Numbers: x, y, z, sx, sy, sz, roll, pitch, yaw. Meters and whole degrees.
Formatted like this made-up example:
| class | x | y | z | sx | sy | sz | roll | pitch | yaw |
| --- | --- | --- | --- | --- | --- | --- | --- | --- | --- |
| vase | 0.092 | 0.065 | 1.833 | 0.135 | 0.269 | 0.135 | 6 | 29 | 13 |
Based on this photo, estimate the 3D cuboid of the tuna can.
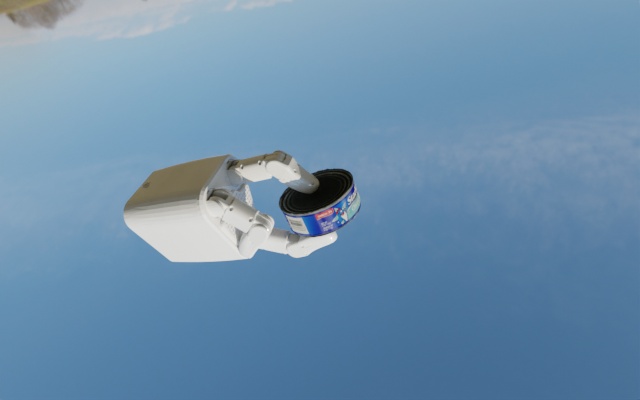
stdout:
| class | x | y | z | sx | sy | sz | roll | pitch | yaw |
| --- | --- | --- | --- | --- | --- | --- | --- | --- | --- |
| tuna can | 0.000 | 0.002 | 0.522 | 0.086 | 0.034 | 0.086 | -18 | 29 | 10 |
